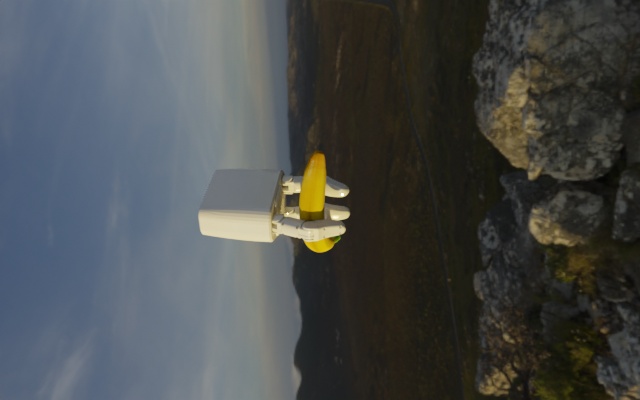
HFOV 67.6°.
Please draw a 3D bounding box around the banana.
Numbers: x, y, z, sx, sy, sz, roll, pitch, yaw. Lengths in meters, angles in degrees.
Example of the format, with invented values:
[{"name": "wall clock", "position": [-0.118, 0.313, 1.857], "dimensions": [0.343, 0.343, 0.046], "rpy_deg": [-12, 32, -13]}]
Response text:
[{"name": "banana", "position": [-0.006, 0.018, 0.689], "dimensions": [0.037, 0.069, 0.198], "rpy_deg": [11, -38, 18]}]
